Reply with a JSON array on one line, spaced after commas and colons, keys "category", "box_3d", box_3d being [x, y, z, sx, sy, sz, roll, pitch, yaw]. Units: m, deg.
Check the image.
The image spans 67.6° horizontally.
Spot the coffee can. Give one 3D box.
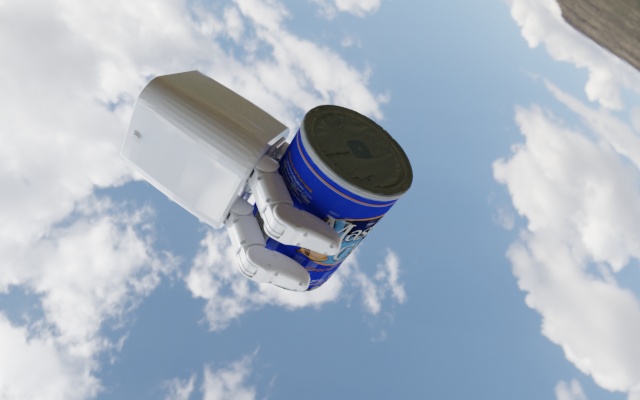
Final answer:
[{"category": "coffee can", "box_3d": [0.000, 0.001, 0.426, 0.103, 0.102, 0.140, 0, -39, -37]}]
